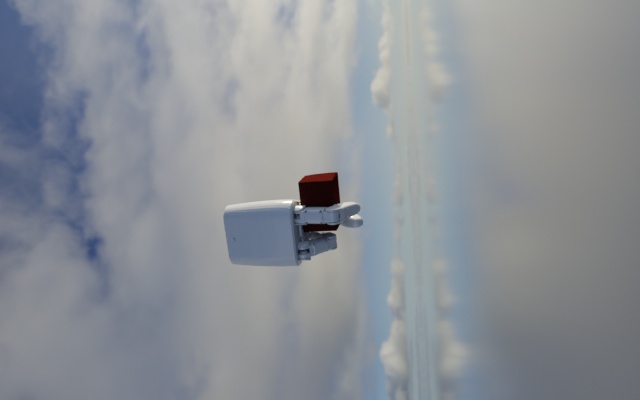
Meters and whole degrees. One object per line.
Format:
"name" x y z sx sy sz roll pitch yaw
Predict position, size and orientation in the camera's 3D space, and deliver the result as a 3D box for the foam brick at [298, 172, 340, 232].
"foam brick" 0.000 0.002 0.706 0.051 0.078 0.053 -2 15 12
